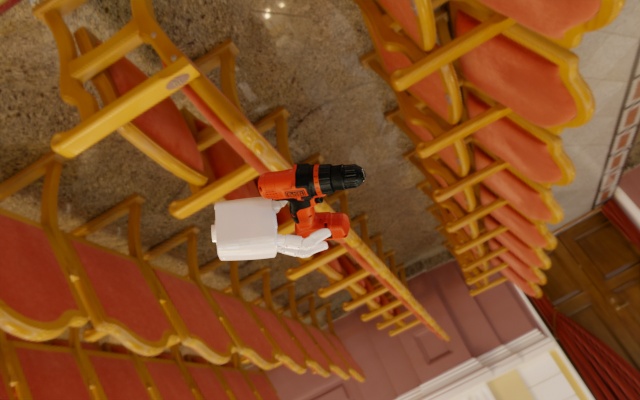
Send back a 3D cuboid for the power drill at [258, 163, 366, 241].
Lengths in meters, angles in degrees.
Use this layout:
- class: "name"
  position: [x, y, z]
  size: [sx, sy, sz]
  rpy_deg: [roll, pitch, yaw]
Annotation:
- class: "power drill"
  position: [0.000, 0.003, 0.861]
  size: [0.184, 0.057, 0.188]
  rpy_deg: [-4, -36, 13]
